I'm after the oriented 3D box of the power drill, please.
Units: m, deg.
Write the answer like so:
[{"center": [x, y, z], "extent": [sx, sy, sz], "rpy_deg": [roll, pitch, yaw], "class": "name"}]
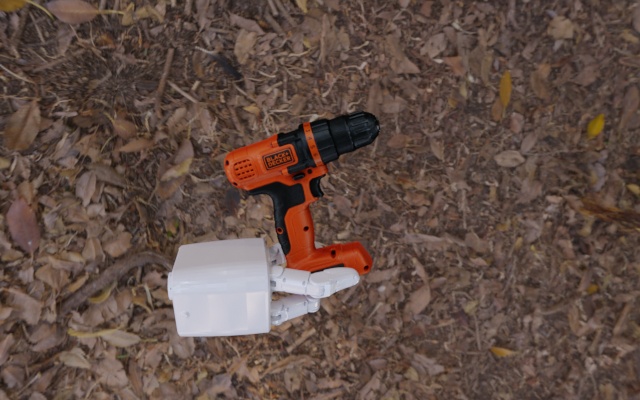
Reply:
[{"center": [0.000, 0.002, 0.564], "extent": [0.184, 0.188, 0.057], "rpy_deg": [-17, 12, 8], "class": "power drill"}]
